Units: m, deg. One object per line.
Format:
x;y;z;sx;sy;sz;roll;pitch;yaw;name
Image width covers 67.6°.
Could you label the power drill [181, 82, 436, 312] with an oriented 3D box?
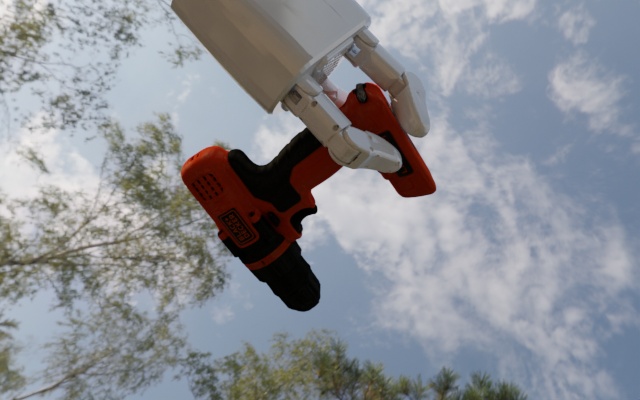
0.000;0.001;0.417;0.188;0.184;0.057;-29;24;14;power drill
